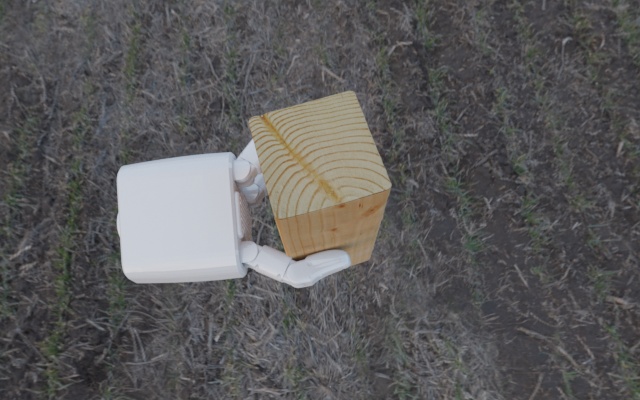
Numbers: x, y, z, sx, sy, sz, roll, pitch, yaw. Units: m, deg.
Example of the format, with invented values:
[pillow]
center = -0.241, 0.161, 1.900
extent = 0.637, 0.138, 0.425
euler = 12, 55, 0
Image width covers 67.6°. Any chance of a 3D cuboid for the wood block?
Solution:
[wood block]
center = 0.000, 0.002, 0.452
extent = 0.090, 0.090, 0.206
euler = -16, -21, -5
